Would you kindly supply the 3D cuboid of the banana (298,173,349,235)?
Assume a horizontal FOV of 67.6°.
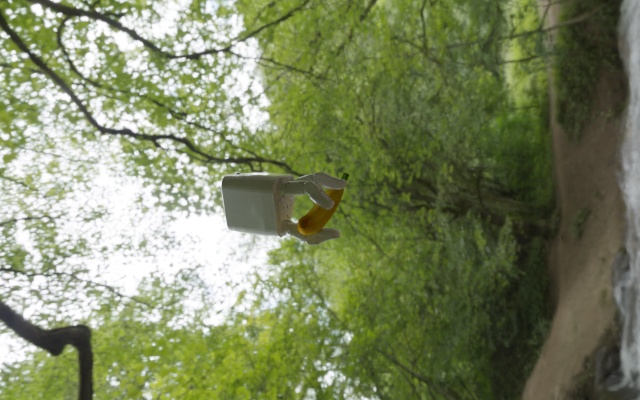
[{"bbox_3d":[-0.001,0.017,0.845,0.037,0.070,0.197,18,34,14],"label":"banana"}]
